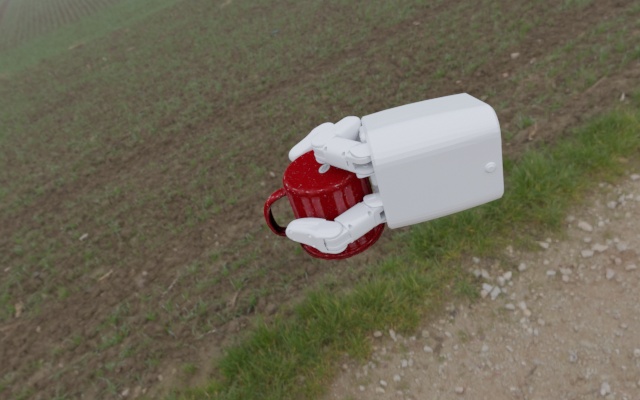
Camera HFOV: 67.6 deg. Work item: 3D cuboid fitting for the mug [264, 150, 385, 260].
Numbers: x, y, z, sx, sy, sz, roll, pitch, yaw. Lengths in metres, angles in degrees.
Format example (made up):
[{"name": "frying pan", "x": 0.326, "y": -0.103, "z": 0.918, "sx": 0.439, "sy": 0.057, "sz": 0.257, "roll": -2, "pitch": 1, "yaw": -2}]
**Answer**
[{"name": "mug", "x": -0.001, "y": 0.002, "z": 0.479, "sx": 0.117, "sy": 0.082, "sz": 0.093, "roll": -15, "pitch": 36, "yaw": 6}]
